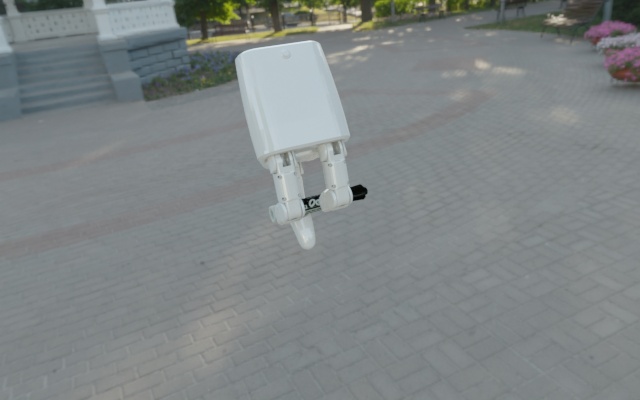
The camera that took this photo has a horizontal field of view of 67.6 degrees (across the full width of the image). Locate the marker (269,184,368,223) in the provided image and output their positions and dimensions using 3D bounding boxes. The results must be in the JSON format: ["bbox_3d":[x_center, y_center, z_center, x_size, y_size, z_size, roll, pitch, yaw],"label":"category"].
[{"bbox_3d":[0.000,0.002,0.553,0.121,0.020,0.020,-14,5,-20],"label":"marker"}]
